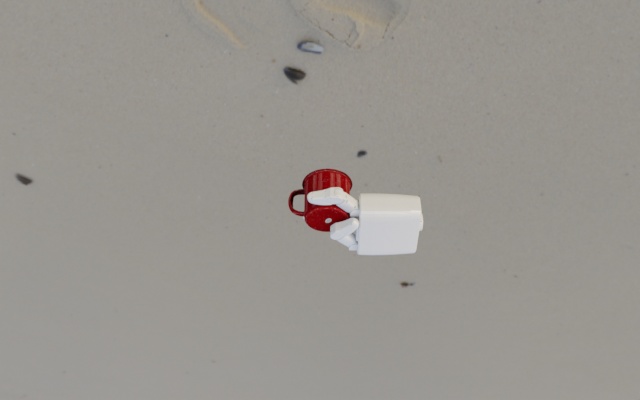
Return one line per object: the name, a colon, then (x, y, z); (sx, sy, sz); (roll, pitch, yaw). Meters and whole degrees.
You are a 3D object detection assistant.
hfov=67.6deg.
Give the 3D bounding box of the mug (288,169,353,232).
mug: (-0.001, 0.003, 0.859); (0.117, 0.081, 0.093); (0, -36, 1)
